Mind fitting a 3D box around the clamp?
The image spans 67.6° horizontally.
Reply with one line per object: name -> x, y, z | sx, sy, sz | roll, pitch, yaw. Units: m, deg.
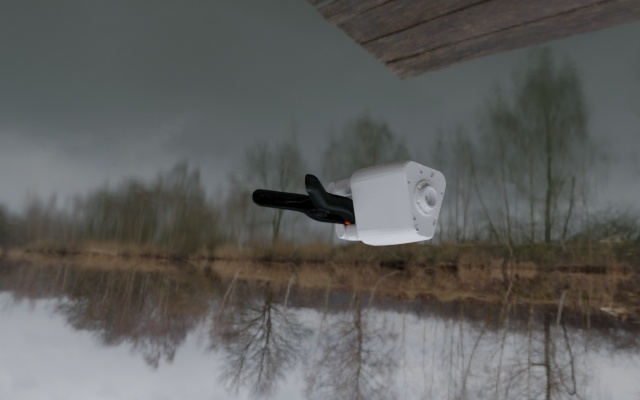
clamp -> 0.000, 0.003, 0.700 | 0.171, 0.039, 0.120 | 14, -16, -36
